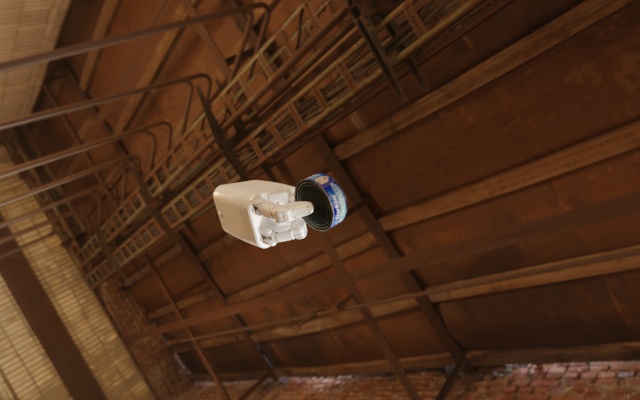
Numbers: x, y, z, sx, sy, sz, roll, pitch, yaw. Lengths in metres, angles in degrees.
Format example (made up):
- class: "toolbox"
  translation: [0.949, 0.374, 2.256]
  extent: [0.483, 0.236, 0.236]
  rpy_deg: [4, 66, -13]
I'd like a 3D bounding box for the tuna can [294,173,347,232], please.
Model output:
- class: "tuna can"
  translation: [0.001, 0.002, 0.734]
  extent: [0.033, 0.086, 0.086]
  rpy_deg: [-28, 17, -36]
